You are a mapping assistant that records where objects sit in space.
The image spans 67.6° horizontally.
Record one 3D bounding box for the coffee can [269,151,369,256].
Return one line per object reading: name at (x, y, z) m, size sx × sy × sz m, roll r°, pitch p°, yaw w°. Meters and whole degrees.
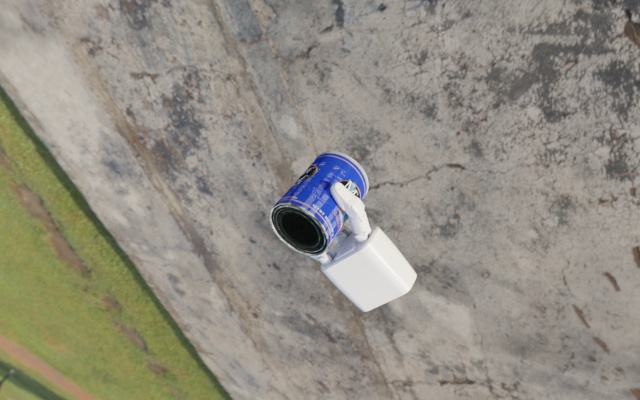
coffee can at (0.000, 0.002, 0.750) m, size 0.103 × 0.103 × 0.140 m, roll 0°, pitch 38°, yaw 38°
